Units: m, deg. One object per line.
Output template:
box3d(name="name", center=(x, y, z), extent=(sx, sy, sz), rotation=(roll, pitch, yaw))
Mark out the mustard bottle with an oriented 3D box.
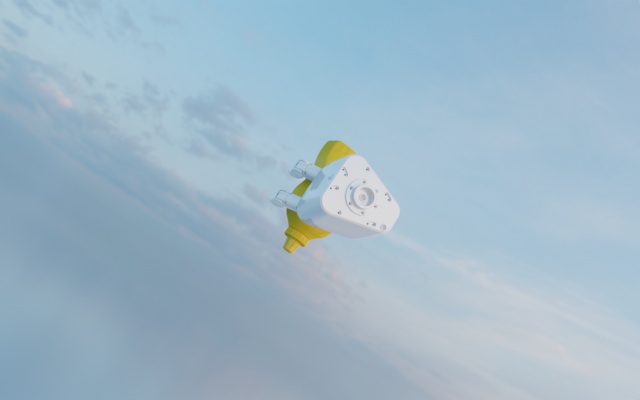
box3d(name="mustard bottle", center=(0.000, 0.002, 0.772), extent=(0.096, 0.191, 0.058), rotation=(44, -18, -32))
